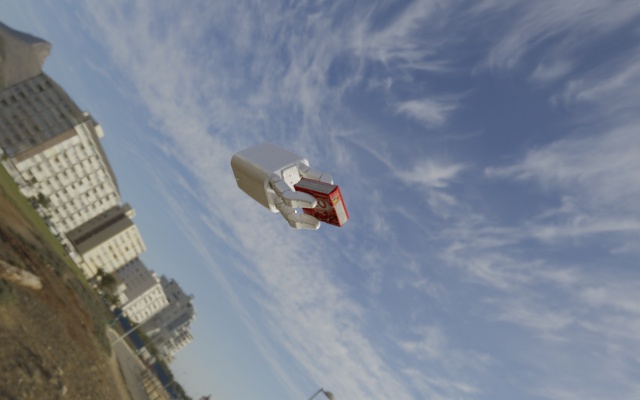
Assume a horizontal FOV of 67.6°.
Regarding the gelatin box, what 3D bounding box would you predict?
[{"bbox_3d":[0.001,0.003,0.835,0.089,0.073,0.030,15,47,40],"label":"gelatin box"}]
